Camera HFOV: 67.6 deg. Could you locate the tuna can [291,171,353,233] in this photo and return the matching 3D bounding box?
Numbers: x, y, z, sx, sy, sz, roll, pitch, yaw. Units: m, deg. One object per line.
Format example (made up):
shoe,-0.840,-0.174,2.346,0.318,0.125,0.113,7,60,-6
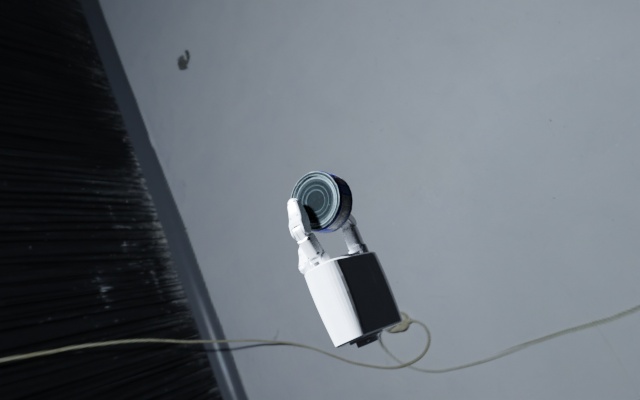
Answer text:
tuna can,0.000,0.002,0.668,0.086,0.086,0.034,0,-7,34
